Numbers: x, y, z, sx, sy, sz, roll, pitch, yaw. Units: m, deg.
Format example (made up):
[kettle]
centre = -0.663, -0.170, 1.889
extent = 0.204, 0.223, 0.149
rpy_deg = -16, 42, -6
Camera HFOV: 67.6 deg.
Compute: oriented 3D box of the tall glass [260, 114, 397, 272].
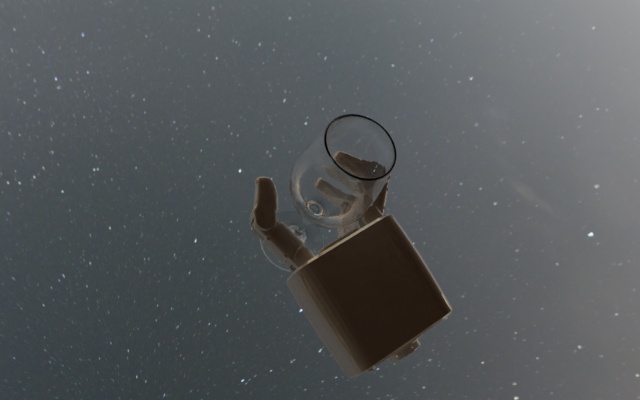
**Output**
[tall glass]
centre = 0.000, 0.002, 0.455
extent = 0.079, 0.079, 0.201
rpy_deg = 0, -27, -21
